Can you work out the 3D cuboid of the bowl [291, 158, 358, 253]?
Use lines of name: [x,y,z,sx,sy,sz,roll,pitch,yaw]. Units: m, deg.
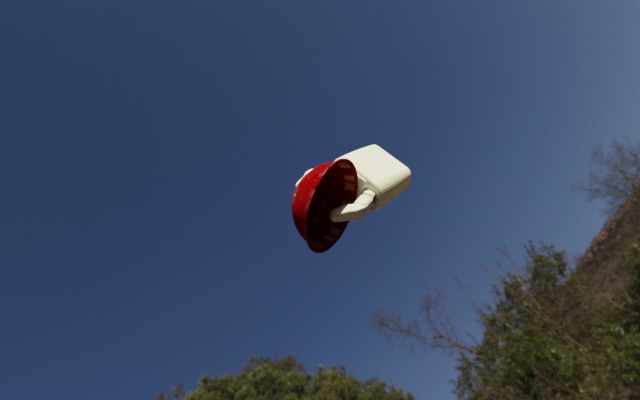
bowl: [-0.001,0.003,0.789,0.055,0.162,0.162,19,9,27]
